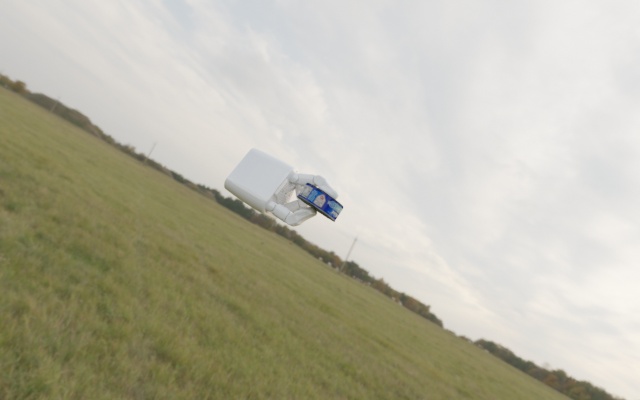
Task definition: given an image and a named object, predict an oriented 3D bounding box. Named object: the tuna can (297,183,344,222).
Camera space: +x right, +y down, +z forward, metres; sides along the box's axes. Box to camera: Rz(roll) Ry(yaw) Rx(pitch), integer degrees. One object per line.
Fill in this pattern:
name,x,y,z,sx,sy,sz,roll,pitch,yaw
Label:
tuna can,0.001,0.002,0.890,0.086,0.034,0.086,34,-4,3
